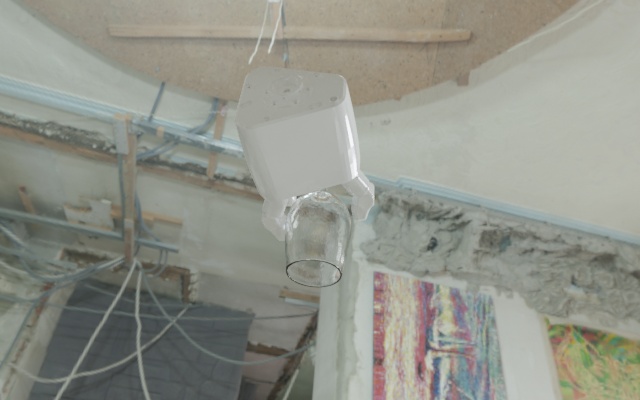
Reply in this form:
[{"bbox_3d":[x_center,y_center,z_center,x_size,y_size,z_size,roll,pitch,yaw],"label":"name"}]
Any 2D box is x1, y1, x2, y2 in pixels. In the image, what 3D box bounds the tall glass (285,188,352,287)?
[{"bbox_3d":[0.000,0.001,0.581,0.079,0.200,0.079,3,-37,3],"label":"tall glass"}]
